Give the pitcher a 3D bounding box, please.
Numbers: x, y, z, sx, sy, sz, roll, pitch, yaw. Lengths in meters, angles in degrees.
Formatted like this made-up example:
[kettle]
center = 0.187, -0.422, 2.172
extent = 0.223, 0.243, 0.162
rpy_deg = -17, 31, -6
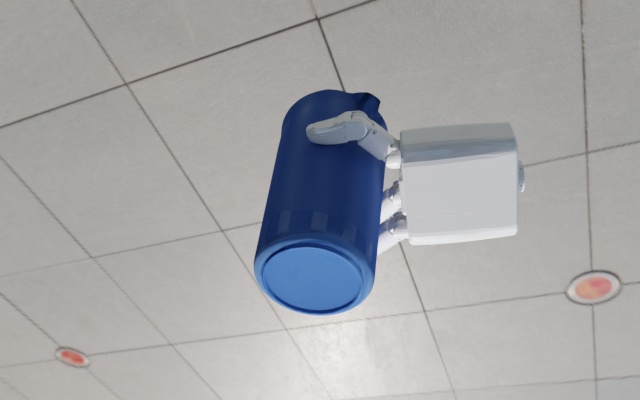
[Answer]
[pitcher]
center = 0.000, 0.002, 0.510
extent = 0.145, 0.149, 0.242
rpy_deg = -4, 38, 11
